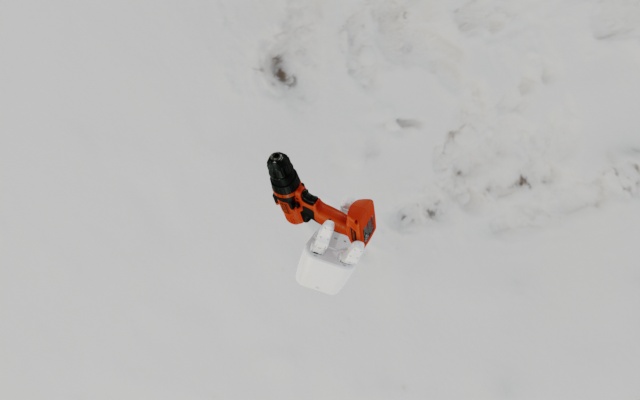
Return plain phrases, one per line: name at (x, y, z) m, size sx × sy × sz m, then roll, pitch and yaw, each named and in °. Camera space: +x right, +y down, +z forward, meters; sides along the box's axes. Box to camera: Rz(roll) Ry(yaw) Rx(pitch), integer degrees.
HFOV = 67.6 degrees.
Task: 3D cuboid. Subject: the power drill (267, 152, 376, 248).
power drill at (0.001, 0.003, 0.818) m, size 0.187 × 0.057 × 0.185 m, roll 24°, pitch -25°, yaw 25°
